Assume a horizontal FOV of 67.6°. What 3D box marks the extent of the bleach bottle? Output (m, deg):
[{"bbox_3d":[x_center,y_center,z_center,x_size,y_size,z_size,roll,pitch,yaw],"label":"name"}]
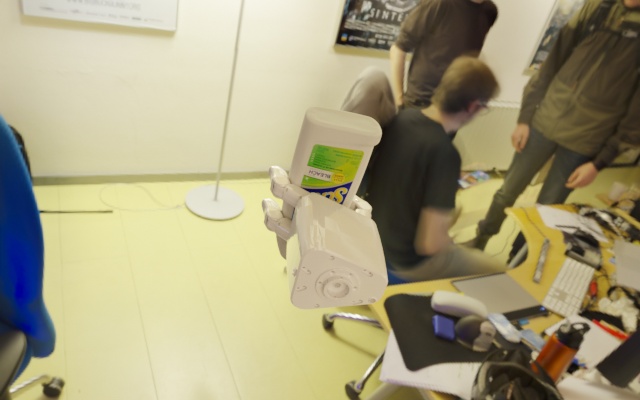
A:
[{"bbox_3d":[0.000,0.002,0.660,0.102,0.251,0.068,10,31,-9],"label":"bleach bottle"}]
